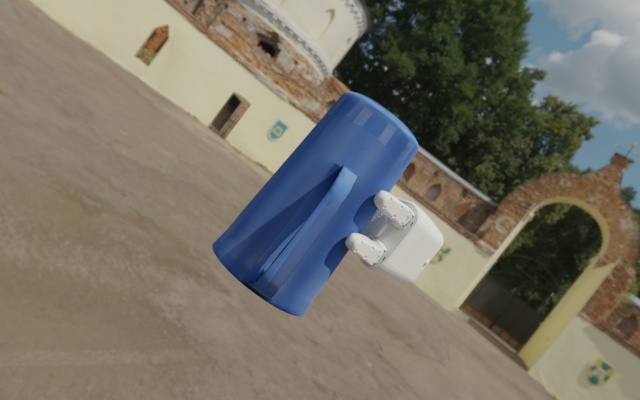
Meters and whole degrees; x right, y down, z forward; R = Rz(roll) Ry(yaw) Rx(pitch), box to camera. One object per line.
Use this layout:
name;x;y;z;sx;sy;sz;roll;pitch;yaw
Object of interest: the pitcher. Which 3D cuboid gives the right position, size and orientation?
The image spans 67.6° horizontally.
pitcher;0.000;0.002;0.539;0.149;0.243;0.145;40;3;40
